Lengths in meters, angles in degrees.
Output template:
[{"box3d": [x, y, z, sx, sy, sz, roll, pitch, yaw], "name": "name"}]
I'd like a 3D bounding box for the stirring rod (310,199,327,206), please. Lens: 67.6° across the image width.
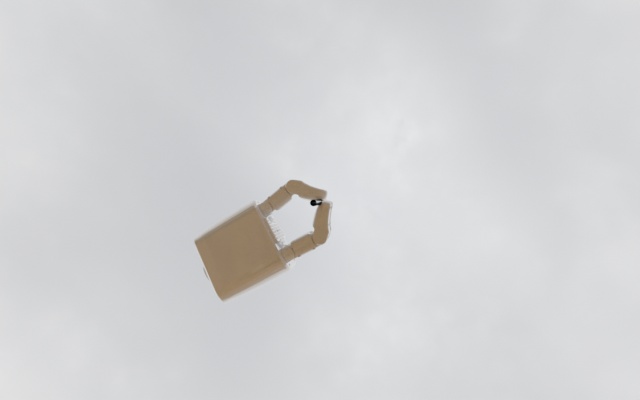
[{"box3d": [0.000, 0.002, 0.672, 0.011, 0.011, 0.239, 0, 0, 4], "name": "stirring rod"}]
